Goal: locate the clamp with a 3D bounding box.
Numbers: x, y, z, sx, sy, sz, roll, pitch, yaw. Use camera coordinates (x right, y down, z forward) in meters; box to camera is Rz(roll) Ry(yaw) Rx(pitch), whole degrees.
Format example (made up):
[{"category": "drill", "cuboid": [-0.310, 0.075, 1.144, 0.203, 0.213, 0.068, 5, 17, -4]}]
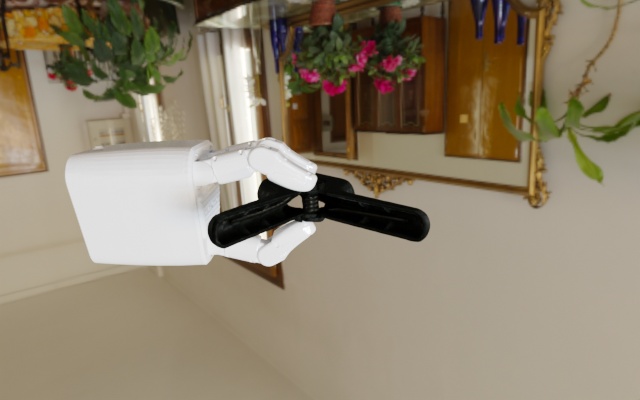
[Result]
[{"category": "clamp", "cuboid": [0.000, 0.002, 0.436, 0.164, 0.036, 0.210, 1, 13, -1]}]
